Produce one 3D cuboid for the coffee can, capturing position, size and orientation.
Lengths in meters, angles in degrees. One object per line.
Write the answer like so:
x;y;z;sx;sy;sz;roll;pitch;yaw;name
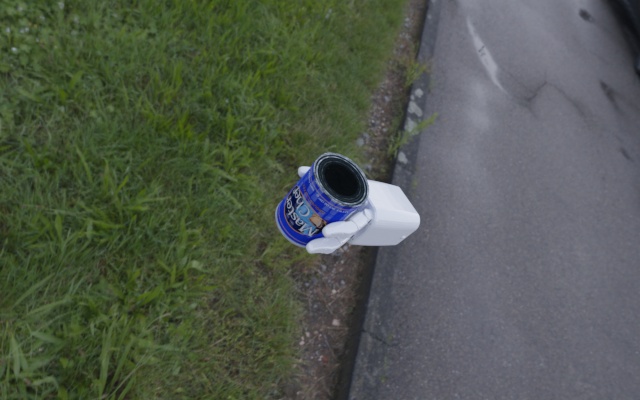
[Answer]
0.000;0.003;0.795;0.103;0.102;0.140;0;-31;-35;coffee can
